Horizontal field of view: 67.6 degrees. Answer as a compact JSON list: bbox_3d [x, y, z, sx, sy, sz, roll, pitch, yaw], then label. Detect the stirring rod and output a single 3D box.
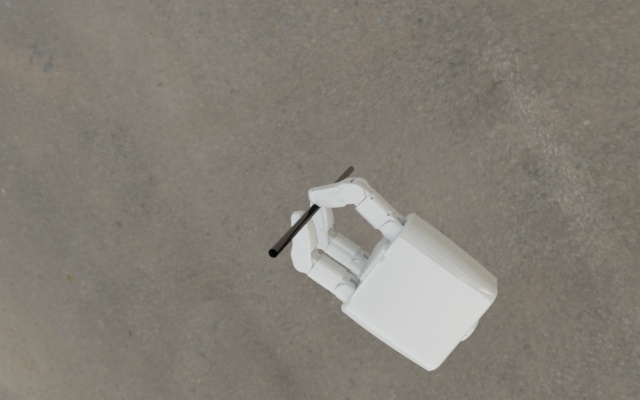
[{"bbox_3d":[0.000,0.002,0.486,0.011,0.011,0.239,0,20,20],"label":"stirring rod"}]
